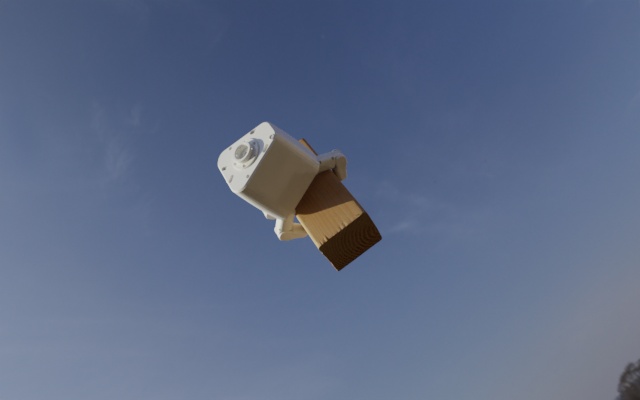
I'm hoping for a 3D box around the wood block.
[{"bbox_3d":[0.000,0.002,0.789,0.091,0.206,0.090,-37,-40,0],"label":"wood block"}]
